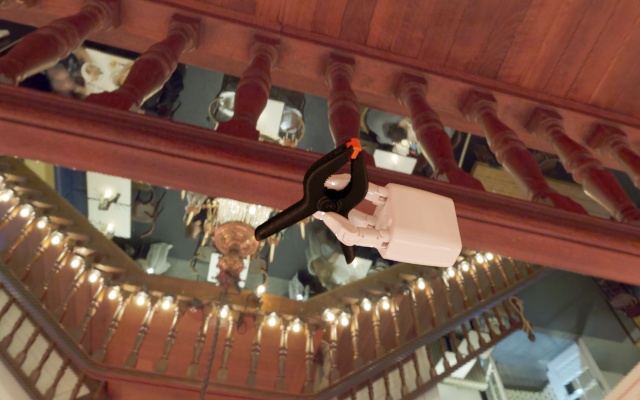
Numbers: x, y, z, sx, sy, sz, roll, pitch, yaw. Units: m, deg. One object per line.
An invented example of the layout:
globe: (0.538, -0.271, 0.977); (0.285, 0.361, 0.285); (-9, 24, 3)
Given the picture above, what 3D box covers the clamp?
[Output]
clamp: (0.001, 0.002, 0.692); (0.164, 0.210, 0.036); (10, 34, -13)
